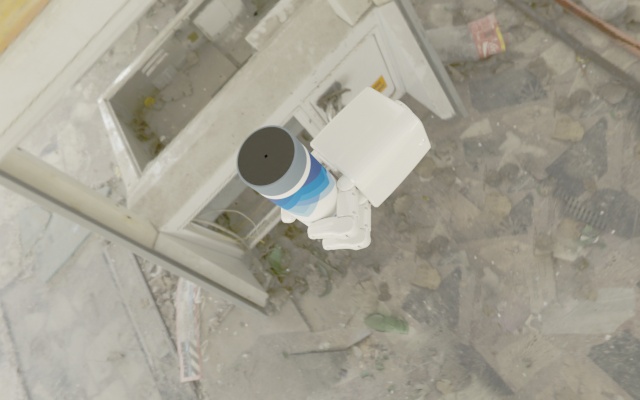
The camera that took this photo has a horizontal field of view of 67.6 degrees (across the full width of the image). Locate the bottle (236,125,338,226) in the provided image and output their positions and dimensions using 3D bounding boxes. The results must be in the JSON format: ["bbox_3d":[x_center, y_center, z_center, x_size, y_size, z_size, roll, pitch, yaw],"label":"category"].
[{"bbox_3d":[0.000,0.002,0.591,0.069,0.069,0.296,0,-18,22],"label":"bottle"}]
